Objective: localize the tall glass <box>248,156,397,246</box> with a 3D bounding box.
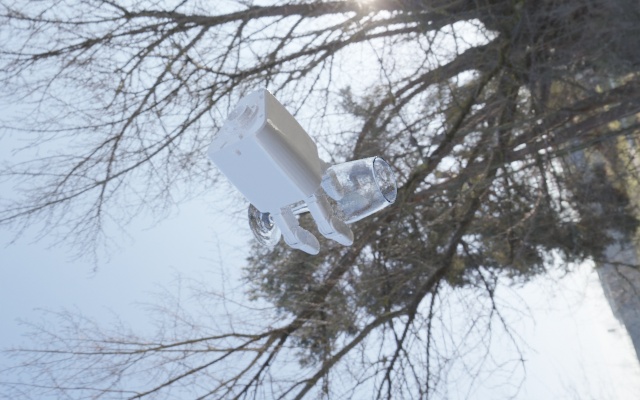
[{"bbox_3d":[0.000,0.002,0.644,0.201,0.079,0.079,-19,-10,30],"label":"tall glass"}]
